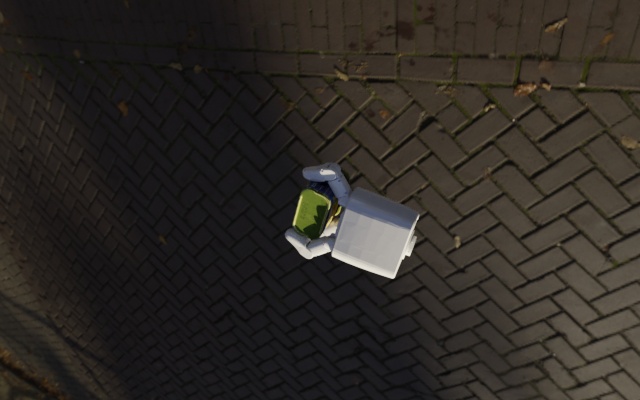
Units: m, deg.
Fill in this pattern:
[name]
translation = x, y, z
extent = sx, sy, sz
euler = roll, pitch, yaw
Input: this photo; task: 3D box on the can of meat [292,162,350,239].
[can of meat]
translation = 0.000, 0.003, 0.779
extent = 0.057, 0.102, 0.084
euler = 24, 39, 10
